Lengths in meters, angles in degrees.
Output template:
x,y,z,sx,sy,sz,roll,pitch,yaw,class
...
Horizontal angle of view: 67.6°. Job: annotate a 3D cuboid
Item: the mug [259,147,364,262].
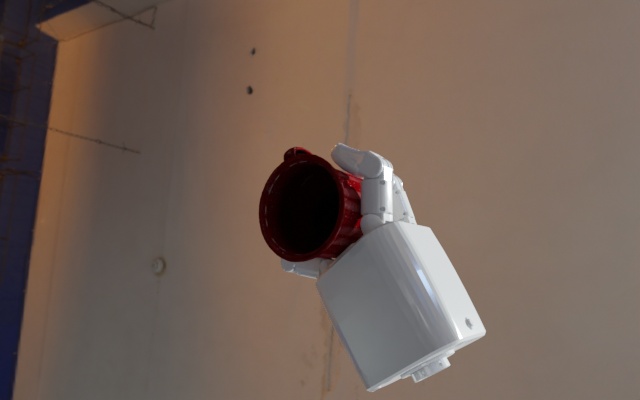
x,y,z,sx,sy,sz,roll,pitch,yaw,class
0.000,0.000,0.443,0.093,0.117,0.081,-38,-28,25,mug
